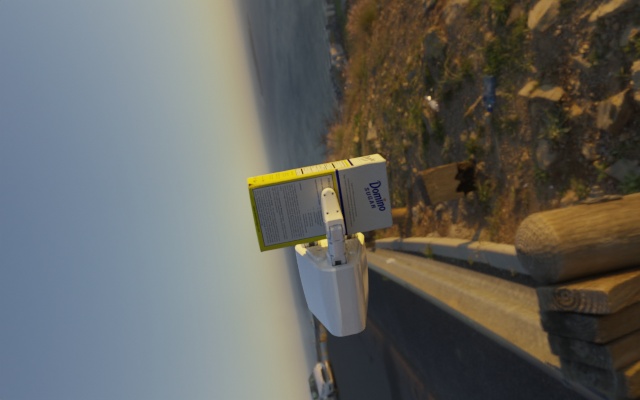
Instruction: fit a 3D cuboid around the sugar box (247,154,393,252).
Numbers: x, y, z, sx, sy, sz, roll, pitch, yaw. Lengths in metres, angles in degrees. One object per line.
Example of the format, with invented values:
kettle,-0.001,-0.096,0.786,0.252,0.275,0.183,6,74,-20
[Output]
sugar box,0.000,0.002,0.618,0.176,0.093,0.048,-11,19,-6
